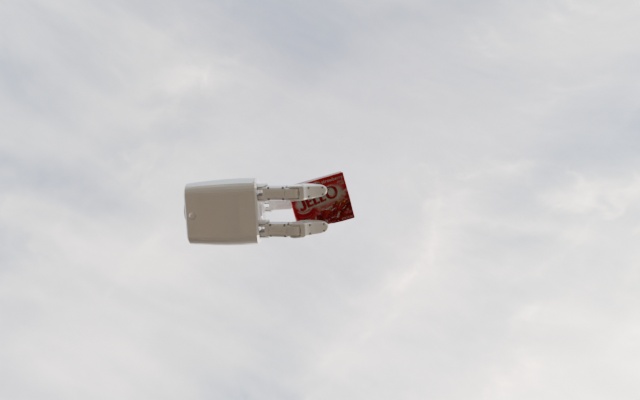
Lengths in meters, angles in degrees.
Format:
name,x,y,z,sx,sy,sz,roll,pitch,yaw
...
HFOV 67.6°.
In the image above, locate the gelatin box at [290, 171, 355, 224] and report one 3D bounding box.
name,x,y,z,sx,sy,sz,roll,pitch,yaw
gelatin box,0.000,0.002,0.728,0.089,0.073,0.030,-16,9,-3
